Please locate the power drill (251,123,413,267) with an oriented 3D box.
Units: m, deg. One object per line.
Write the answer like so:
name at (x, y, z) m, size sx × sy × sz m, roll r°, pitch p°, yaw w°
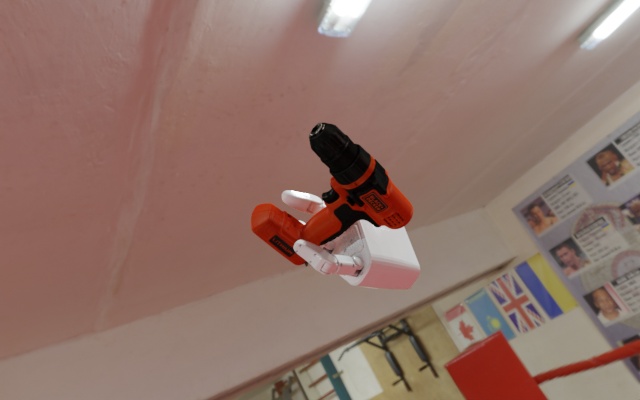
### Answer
power drill at (0.000, 0.002, 0.620) m, size 0.188 × 0.057 × 0.184 m, roll -29°, pitch -57°, yaw 29°
